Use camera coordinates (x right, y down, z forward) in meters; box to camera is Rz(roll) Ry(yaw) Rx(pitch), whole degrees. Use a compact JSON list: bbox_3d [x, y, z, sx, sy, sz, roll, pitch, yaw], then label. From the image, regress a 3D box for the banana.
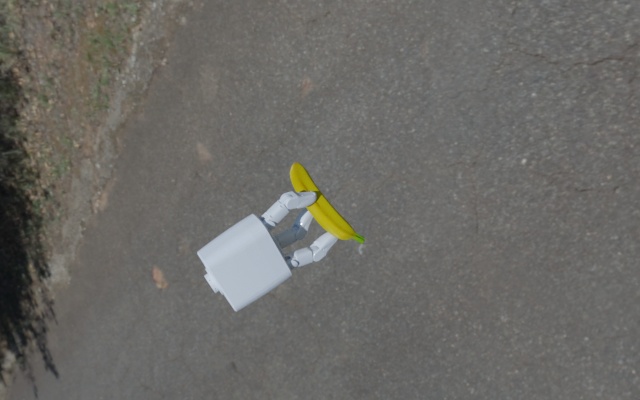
[{"bbox_3d":[-0.005,0.001,0.807,0.037,0.197,0.070,-43,-25,9],"label":"banana"}]
